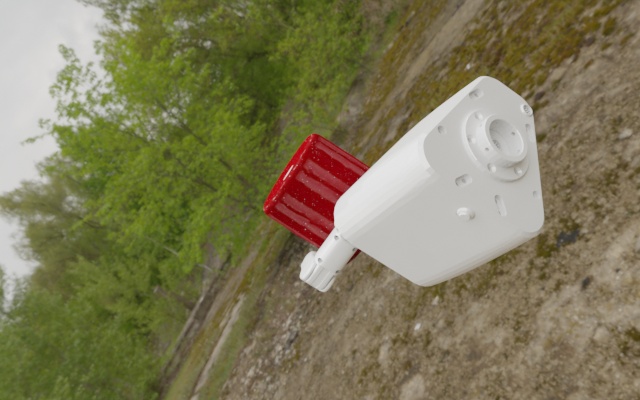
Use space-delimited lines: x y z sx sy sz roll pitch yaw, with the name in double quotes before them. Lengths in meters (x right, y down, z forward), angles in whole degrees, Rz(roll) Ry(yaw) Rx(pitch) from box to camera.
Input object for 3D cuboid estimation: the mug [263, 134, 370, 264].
"mug" -0.001 0.002 0.420 0.081 0.093 0.117 33 -34 -10
